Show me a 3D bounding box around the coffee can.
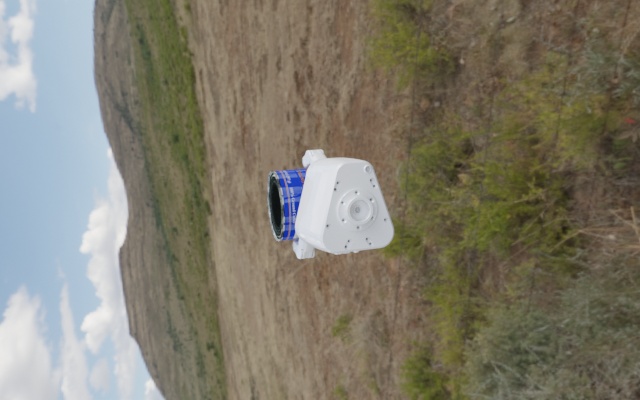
[{"bbox_3d":[0.000,0.002,0.705,0.140,0.103,0.103,-5,1,-16],"label":"coffee can"}]
